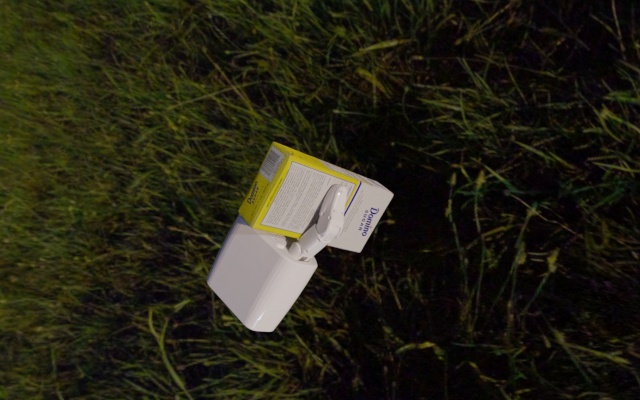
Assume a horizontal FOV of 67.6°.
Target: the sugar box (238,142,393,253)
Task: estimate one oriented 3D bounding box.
[{"bbox_3d":[0.000,0.002,0.572,0.176,0.093,0.048,17,17,-44],"label":"sugar box"}]
